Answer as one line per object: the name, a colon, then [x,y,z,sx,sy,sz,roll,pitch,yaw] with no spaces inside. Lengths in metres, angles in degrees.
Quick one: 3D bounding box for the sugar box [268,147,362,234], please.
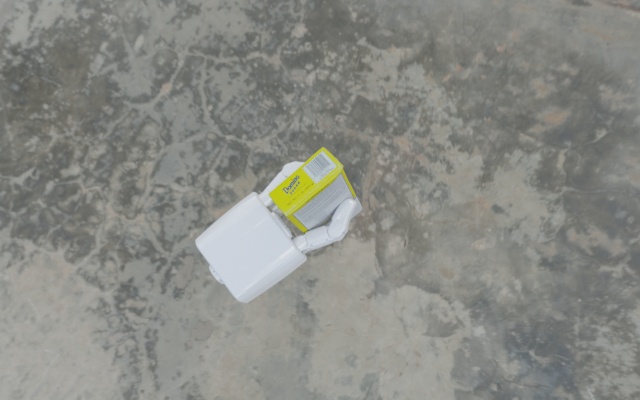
sugar box: [0.000,0.002,0.656,0.093,0.048,0.176,-40,-19,-2]
